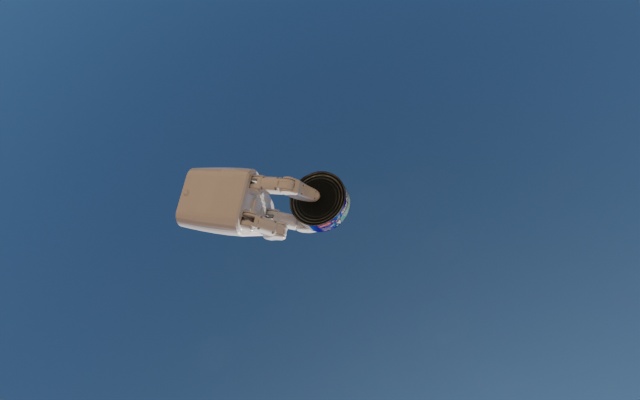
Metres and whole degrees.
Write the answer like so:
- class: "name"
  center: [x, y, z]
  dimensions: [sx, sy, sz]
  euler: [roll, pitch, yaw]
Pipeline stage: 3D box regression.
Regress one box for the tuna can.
- class: "tuna can"
  center: [0.000, 0.003, 0.701]
  dimensions: [0.086, 0.086, 0.034]
  euler: [0, -23, 21]
